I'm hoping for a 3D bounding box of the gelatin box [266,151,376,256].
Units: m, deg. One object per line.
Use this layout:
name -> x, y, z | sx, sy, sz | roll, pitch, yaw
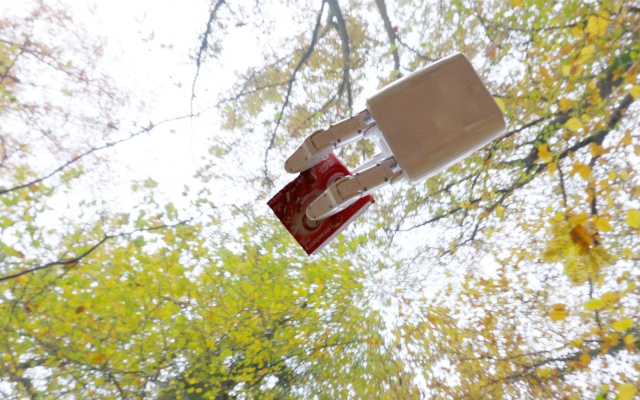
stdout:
gelatin box -> 0.000, 0.002, 0.495 | 0.089, 0.073, 0.030 | -42, -14, 6
